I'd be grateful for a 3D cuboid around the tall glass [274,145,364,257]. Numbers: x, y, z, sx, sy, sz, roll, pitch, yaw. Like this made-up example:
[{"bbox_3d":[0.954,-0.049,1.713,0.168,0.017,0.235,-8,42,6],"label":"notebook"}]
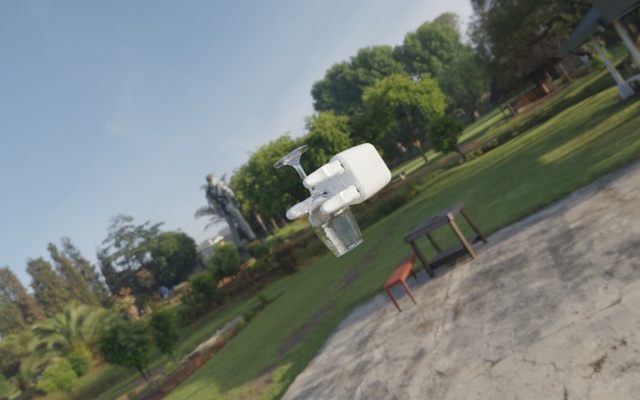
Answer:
[{"bbox_3d":[0.000,0.002,0.868,0.079,0.201,0.079,-32,-3,-2],"label":"tall glass"}]
